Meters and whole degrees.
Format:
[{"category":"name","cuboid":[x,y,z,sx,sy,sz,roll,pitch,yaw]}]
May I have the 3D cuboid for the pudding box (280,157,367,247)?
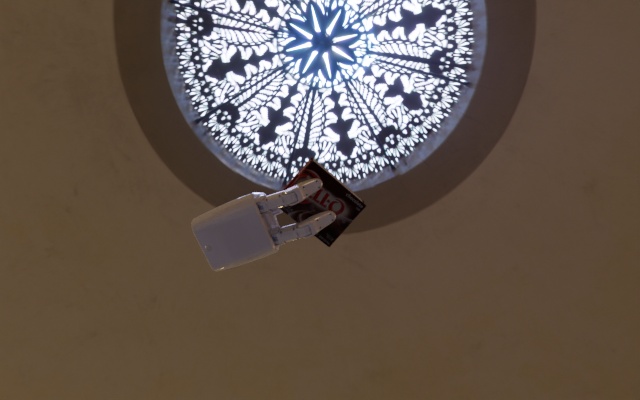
[{"category":"pudding box","cuboid":[0.000,0.002,0.743,0.113,0.090,0.039,39,11,-13]}]
